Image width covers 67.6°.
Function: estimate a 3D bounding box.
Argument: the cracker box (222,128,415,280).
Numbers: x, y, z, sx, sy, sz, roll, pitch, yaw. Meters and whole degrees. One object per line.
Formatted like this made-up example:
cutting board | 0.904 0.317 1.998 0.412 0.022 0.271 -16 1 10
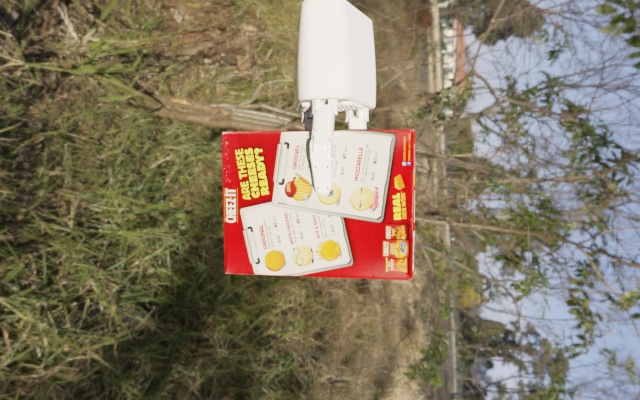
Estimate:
cracker box | 0.000 0.002 0.551 0.213 0.164 0.072 0 4 10
